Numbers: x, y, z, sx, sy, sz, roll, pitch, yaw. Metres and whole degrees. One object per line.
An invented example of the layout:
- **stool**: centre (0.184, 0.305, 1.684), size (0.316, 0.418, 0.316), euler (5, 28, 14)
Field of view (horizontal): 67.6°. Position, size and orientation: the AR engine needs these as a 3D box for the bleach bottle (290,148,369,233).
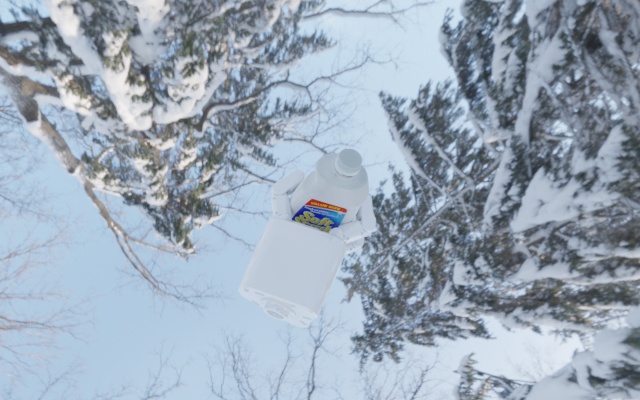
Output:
- **bleach bottle**: centre (0.000, 0.002, 0.667), size (0.102, 0.068, 0.251), euler (26, -29, 0)
